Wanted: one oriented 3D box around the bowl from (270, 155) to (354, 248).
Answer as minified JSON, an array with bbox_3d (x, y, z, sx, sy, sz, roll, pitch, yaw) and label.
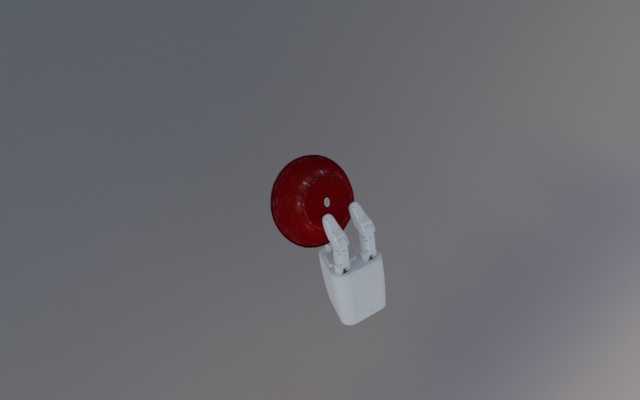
[{"bbox_3d":[0.000,0.002,0.800,0.162,0.162,0.055,0,2,-29],"label":"bowl"}]
